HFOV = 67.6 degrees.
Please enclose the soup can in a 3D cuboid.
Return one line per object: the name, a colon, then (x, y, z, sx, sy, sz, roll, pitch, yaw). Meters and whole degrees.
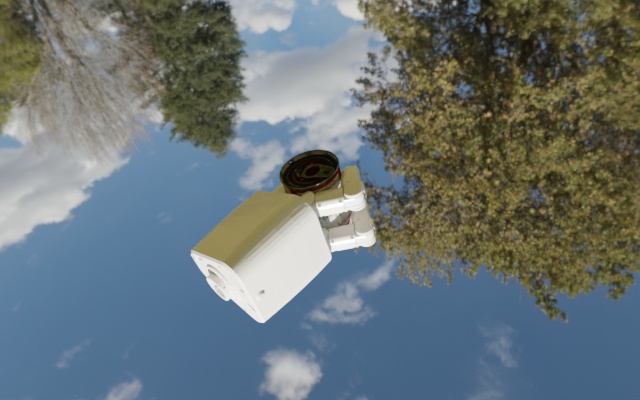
soup can: (0.000, 0.002, 0.555, 0.068, 0.102, 0.068, -12, 39, 10)
